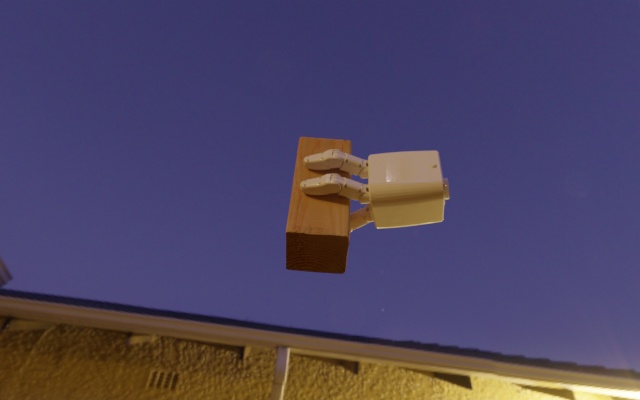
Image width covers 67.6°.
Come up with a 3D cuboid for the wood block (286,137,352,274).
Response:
[{"bbox_3d":[0.001,0.003,0.747,0.090,0.206,0.091,4,-44,1],"label":"wood block"}]
